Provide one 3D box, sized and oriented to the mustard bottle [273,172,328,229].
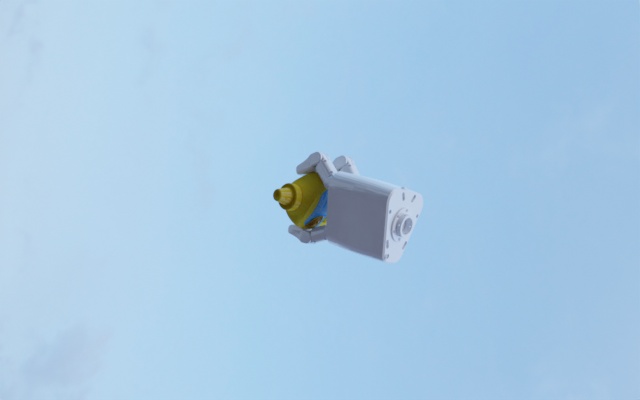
[{"bbox_3d":[0.000,0.002,0.759,0.191,0.096,0.058,9,32,-49],"label":"mustard bottle"}]
